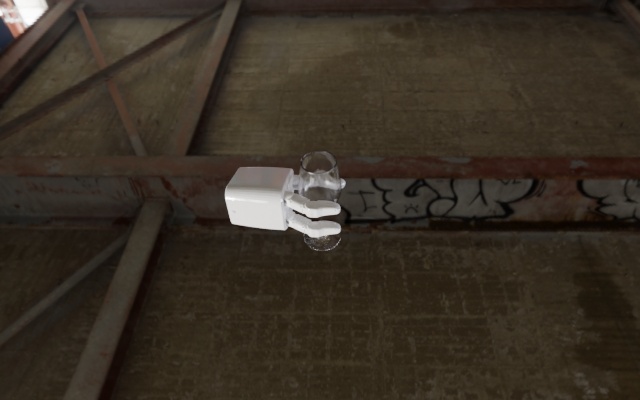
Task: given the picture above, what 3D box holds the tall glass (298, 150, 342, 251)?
[{"bbox_3d":[0.000,0.003,0.886,0.079,0.079,0.201,0,-44,2],"label":"tall glass"}]
